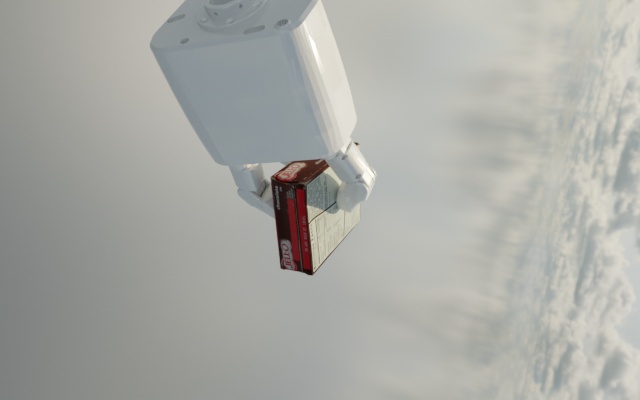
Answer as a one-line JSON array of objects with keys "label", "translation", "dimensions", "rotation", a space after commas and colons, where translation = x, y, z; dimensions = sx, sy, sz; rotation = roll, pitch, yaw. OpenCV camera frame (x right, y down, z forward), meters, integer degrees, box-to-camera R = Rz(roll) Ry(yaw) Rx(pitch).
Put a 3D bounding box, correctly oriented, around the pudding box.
[{"label": "pudding box", "translation": [0.000, 0.001, 0.441], "dimensions": [0.039, 0.090, 0.113], "rotation": [12, 29, 27]}]
